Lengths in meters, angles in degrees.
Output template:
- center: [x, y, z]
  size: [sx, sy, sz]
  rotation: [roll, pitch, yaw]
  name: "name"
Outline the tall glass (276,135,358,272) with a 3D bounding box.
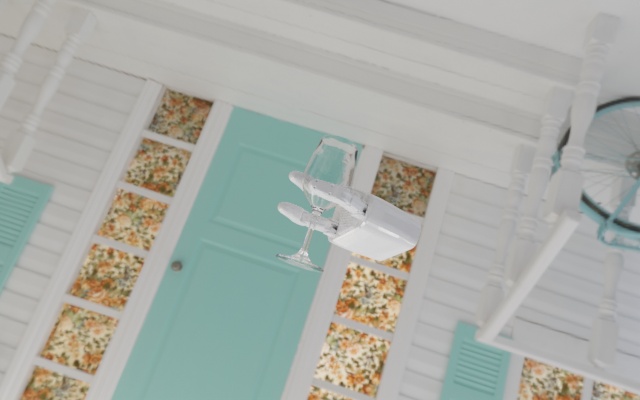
- center: [0.000, 0.003, 0.726]
  size: [0.079, 0.201, 0.079]
  rotation: [17, -15, 5]
  name: "tall glass"
